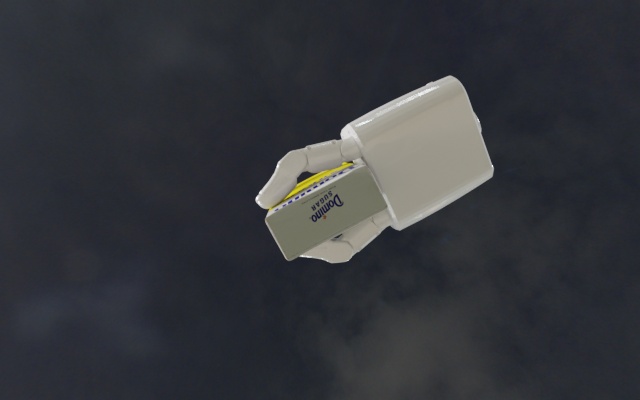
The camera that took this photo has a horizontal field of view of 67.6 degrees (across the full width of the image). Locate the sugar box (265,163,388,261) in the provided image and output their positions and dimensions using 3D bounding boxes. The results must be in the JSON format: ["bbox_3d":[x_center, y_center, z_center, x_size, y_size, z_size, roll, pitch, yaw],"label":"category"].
[{"bbox_3d":[0.000,0.001,0.456,0.093,0.048,0.176,-28,4,-1],"label":"sugar box"}]
